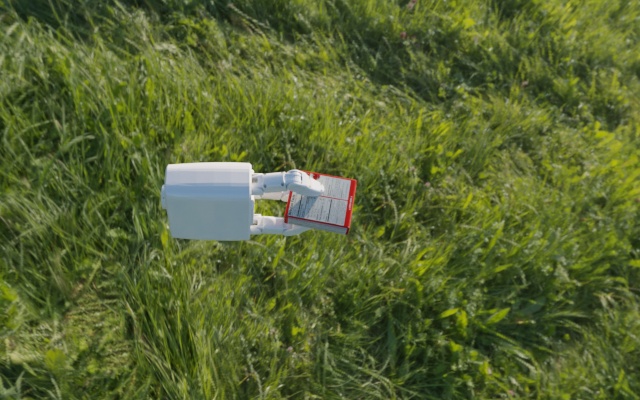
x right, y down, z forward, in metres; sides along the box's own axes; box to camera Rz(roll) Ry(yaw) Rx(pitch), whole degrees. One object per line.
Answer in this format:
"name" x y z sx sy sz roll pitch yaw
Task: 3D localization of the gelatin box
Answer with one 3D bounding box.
"gelatin box" 0.000 0.002 0.652 0.089 0.073 0.030 10 -25 1
